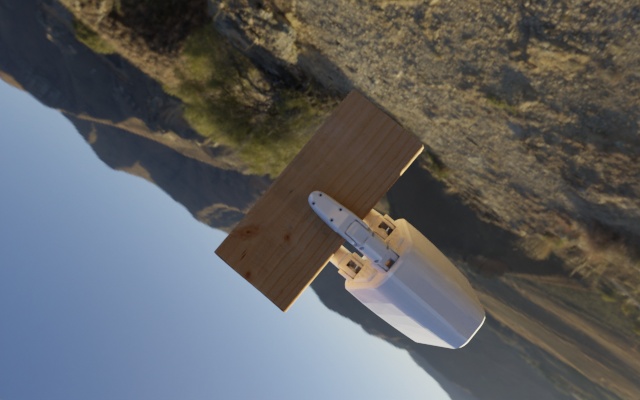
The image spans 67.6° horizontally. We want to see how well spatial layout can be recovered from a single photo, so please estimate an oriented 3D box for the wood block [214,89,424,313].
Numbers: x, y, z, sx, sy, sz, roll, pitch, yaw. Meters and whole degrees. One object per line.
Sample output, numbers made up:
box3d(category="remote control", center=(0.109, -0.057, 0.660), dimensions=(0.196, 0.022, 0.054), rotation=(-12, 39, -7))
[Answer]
box3d(category="wood block", center=(0.000, 0.002, 0.492), dimensions=(0.090, 0.206, 0.091), rotation=(40, -3, 4))
